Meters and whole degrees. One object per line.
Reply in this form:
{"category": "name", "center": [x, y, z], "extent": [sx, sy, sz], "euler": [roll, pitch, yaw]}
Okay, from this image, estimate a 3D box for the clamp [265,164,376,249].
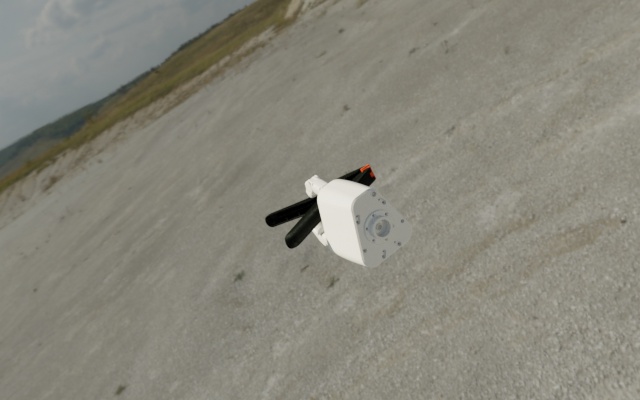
{"category": "clamp", "center": [0.000, 0.002, 0.830], "extent": [0.210, 0.036, 0.164], "euler": [-35, 20, -17]}
